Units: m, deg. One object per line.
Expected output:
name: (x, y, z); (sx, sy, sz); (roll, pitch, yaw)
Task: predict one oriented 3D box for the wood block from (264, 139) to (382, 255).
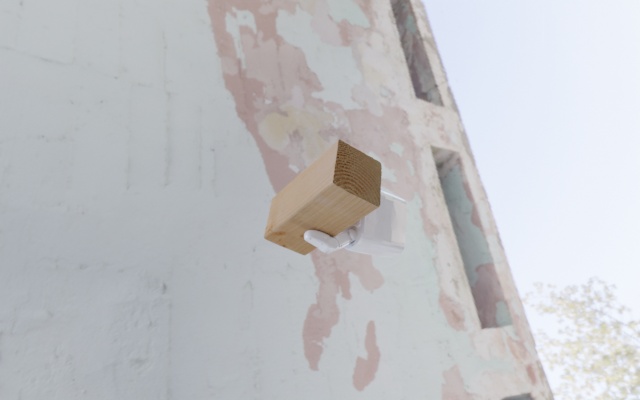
wood block: (0.000, 0.003, 0.792); (0.090, 0.090, 0.206); (26, -40, -24)
